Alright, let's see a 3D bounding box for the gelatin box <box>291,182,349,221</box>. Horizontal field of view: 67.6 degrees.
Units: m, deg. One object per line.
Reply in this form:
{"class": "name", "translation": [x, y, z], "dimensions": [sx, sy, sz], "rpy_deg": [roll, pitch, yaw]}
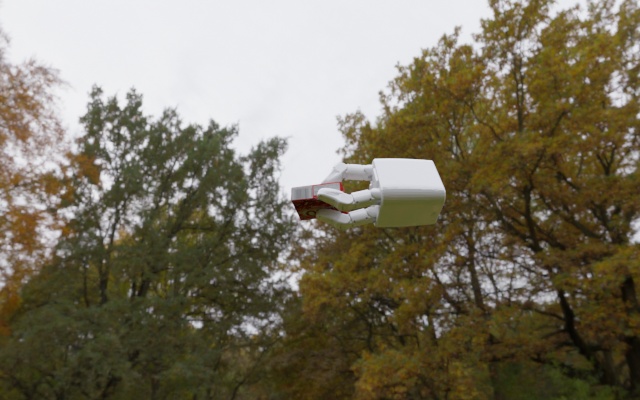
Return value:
{"class": "gelatin box", "translation": [0.000, 0.002, 0.822], "dimensions": [0.089, 0.030, 0.073], "rpy_deg": [-6, -30, 8]}
